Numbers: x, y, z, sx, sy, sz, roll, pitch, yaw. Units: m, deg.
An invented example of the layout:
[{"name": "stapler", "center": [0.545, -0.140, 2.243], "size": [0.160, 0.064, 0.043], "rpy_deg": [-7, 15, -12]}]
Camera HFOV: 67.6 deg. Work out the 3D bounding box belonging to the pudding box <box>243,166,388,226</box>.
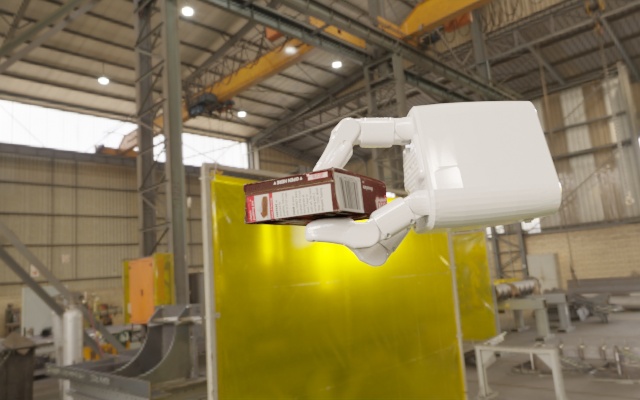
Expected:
[{"name": "pudding box", "center": [0.000, 0.001, 0.427], "size": [0.090, 0.039, 0.113], "rpy_deg": [-10, -10, 27]}]
